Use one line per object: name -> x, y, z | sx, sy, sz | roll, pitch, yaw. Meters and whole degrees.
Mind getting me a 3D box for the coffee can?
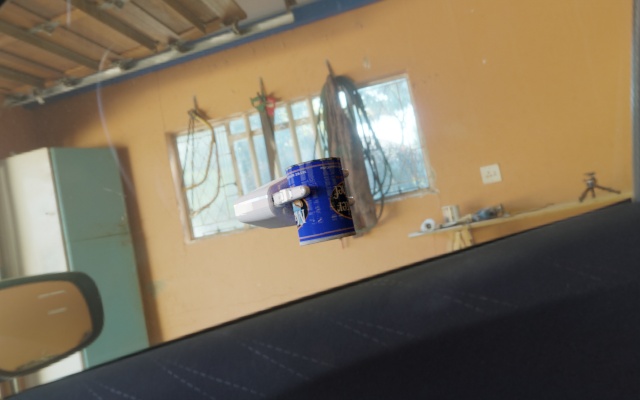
coffee can -> 0.000, 0.003, 0.855 | 0.103, 0.140, 0.103 | -11, -4, -1
